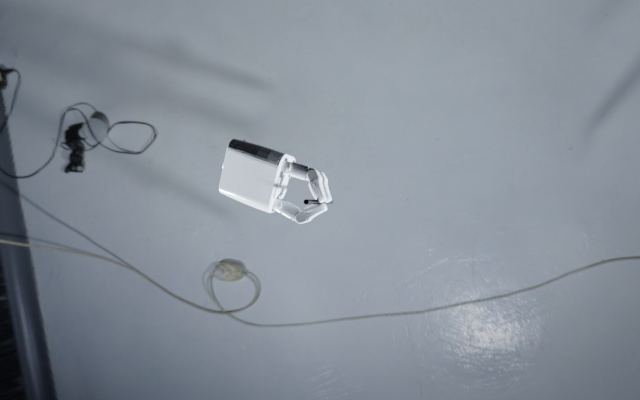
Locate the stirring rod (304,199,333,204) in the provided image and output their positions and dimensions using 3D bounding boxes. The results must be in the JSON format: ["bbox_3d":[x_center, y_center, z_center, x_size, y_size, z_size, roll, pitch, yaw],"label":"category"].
[{"bbox_3d":[0.000,0.003,0.854,0.011,0.011,0.239,0,0,11],"label":"stirring rod"}]
